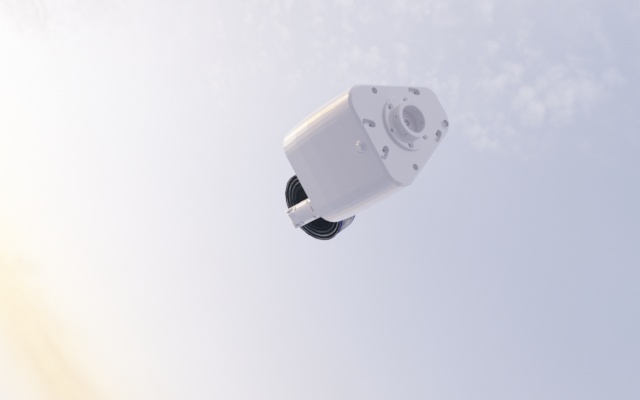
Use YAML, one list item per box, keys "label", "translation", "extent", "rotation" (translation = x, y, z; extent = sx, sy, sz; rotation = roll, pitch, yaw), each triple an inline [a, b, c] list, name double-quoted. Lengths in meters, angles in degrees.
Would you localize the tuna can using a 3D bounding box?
- label: "tuna can"
  translation: [0.000, 0.002, 0.562]
  extent: [0.086, 0.086, 0.033]
  rotation: [0, 25, 46]
